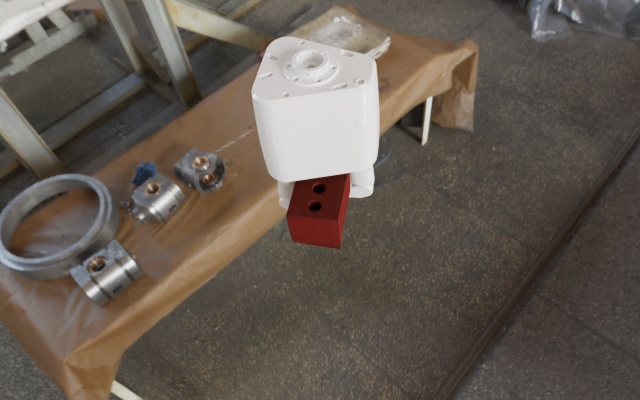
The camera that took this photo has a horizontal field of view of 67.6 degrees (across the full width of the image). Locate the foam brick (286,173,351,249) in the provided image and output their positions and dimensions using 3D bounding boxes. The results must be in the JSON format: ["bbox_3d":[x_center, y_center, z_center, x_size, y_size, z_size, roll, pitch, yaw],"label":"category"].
[{"bbox_3d":[0.000,0.002,0.496,0.053,0.078,0.051,6,-35,9],"label":"foam brick"}]
